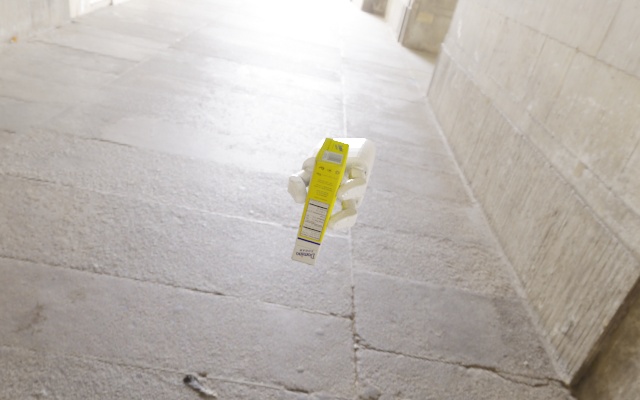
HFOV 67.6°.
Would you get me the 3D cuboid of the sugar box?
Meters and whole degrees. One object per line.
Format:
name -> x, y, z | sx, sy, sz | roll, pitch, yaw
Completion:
sugar box -> 0.001, 0.002, 0.734 | 0.048, 0.176, 0.093 | 14, 29, 3
